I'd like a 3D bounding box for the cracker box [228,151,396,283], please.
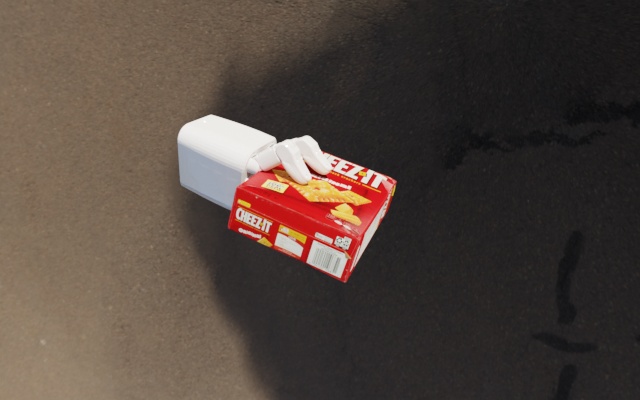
[{"bbox_3d":[0.000,0.002,0.653,0.164,0.072,0.213,23,27,11],"label":"cracker box"}]
